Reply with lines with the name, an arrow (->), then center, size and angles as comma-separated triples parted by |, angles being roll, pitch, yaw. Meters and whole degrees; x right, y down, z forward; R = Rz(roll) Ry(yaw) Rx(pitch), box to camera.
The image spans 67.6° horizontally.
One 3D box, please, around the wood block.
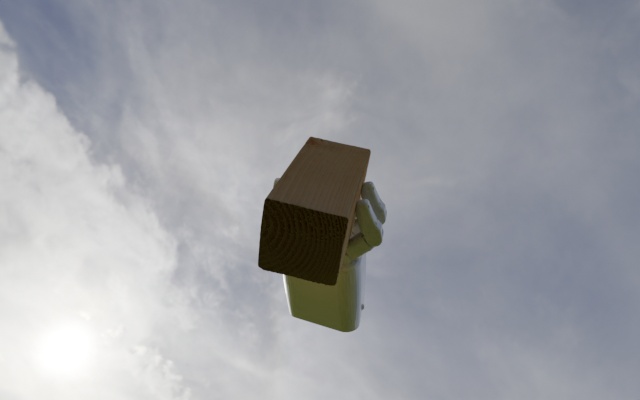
wood block -> 0.000, 0.002, 0.589 | 0.091, 0.090, 0.206 | 12, 27, 6
